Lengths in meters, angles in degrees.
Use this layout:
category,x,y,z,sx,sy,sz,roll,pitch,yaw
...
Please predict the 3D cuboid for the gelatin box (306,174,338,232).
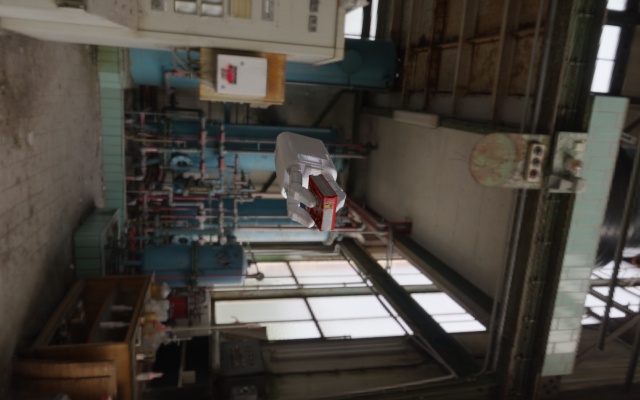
category,x,y,z,sx,sy,sz,roll,pitch,yaw
gelatin box,0.001,0.003,0.879,0.030,0.073,0.089,-5,32,-20
